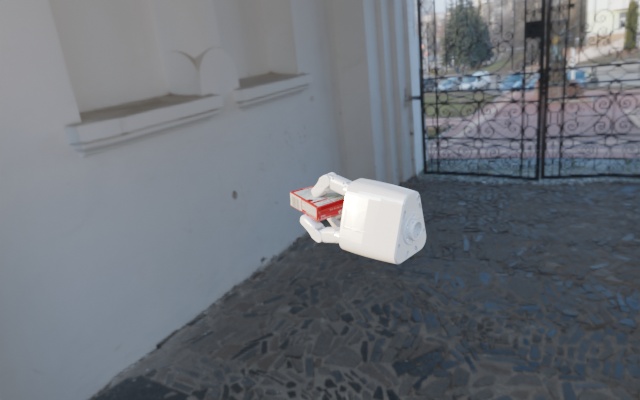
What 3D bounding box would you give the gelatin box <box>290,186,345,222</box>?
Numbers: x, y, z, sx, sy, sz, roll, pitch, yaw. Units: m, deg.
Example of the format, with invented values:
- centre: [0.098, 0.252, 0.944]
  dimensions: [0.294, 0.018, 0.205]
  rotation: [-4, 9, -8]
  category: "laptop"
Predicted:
- centre: [0.000, 0.002, 0.839]
  dimensions: [0.073, 0.030, 0.089]
  rotation: [-16, 28, -32]
  category: "gelatin box"
